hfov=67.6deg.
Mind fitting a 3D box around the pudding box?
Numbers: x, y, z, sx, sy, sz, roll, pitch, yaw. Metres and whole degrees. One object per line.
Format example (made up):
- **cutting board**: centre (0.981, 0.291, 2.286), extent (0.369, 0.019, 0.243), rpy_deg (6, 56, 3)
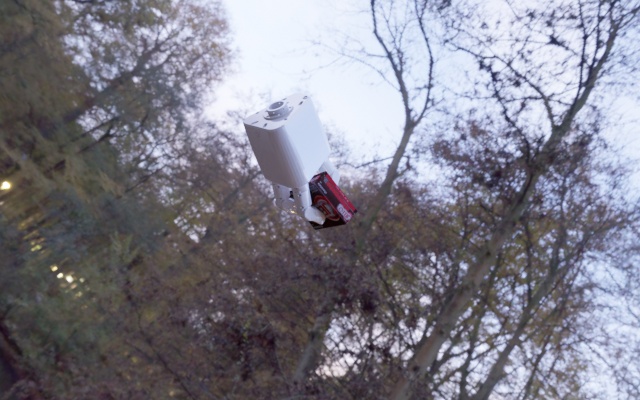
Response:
- **pudding box**: centre (0.000, 0.003, 0.820), extent (0.039, 0.090, 0.113), rpy_deg (-43, 13, -25)
